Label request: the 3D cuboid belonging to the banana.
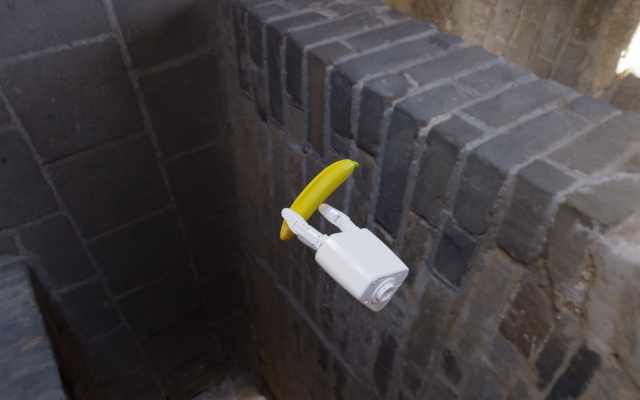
[{"bbox_3d":[-0.002,-0.008,0.833,0.037,0.198,0.070,41,-11,31],"label":"banana"}]
